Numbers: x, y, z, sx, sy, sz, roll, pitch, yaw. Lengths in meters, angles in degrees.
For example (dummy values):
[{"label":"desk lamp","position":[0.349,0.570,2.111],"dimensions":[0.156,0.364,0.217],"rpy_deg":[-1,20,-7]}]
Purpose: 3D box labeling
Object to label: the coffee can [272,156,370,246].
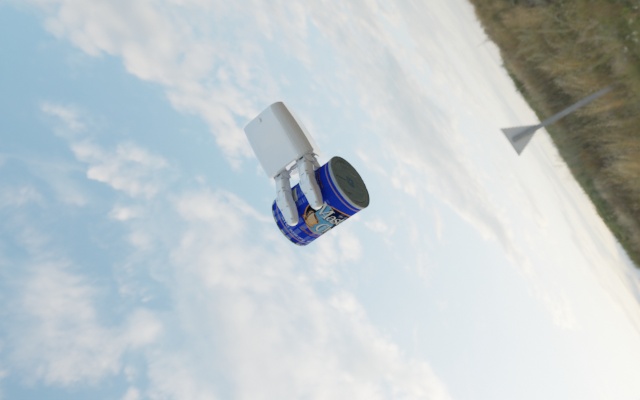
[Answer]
[{"label":"coffee can","position":[0.000,0.003,0.833],"dimensions":[0.140,0.102,0.103],"rpy_deg":[-34,-17,27]}]
